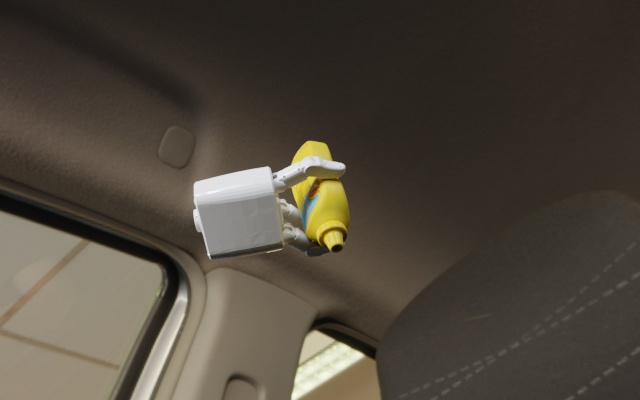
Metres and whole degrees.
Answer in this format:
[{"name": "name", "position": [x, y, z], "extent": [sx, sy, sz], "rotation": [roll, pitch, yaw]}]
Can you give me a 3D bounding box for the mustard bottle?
[{"name": "mustard bottle", "position": [0.000, 0.002, 0.690], "extent": [0.058, 0.096, 0.191], "rotation": [8, 36, -21]}]
